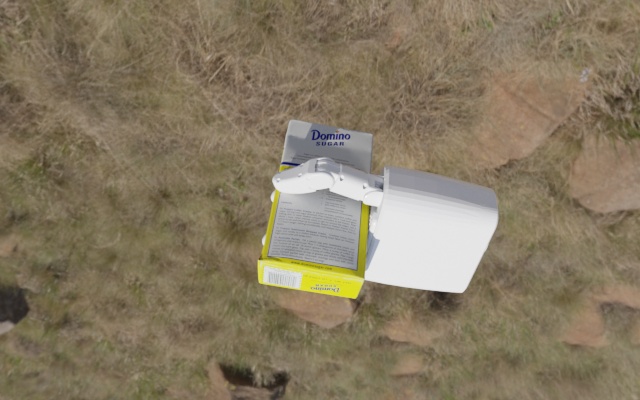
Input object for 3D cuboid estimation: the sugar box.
[{"bbox_3d":[0.000,0.002,0.468,0.093,0.176,0.048,10,-39,-2],"label":"sugar box"}]
